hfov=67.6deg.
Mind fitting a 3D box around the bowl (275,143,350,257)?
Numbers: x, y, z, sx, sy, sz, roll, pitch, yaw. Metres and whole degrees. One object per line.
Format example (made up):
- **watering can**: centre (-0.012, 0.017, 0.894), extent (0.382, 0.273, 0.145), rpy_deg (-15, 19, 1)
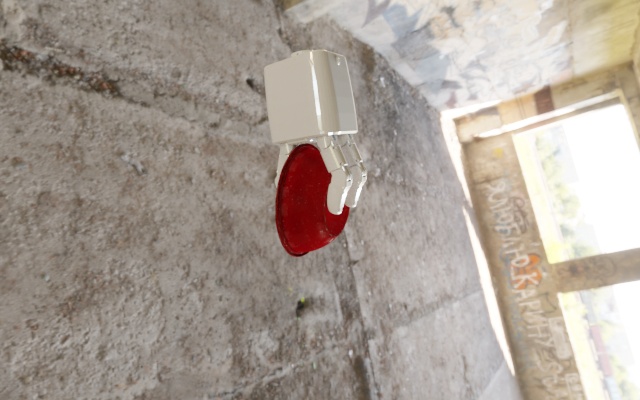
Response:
- **bowl**: centre (0.001, 0.003, 0.664), extent (0.055, 0.162, 0.162), rpy_deg (6, 2, 25)
